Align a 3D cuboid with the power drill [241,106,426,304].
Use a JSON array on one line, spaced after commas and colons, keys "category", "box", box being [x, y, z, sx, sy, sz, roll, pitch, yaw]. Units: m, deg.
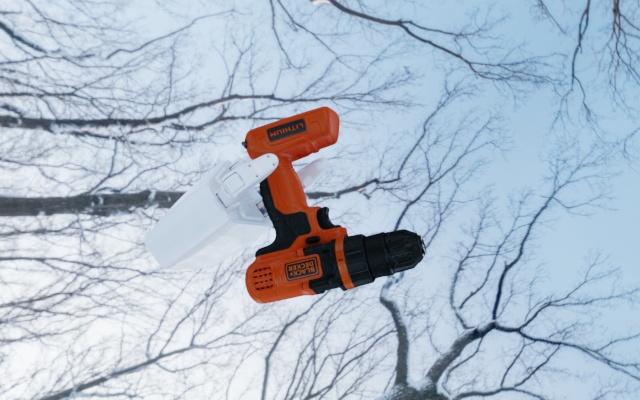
[{"category": "power drill", "box": [0.000, 0.001, 0.494, 0.184, 0.187, 0.057, -14, -18, 11]}]
